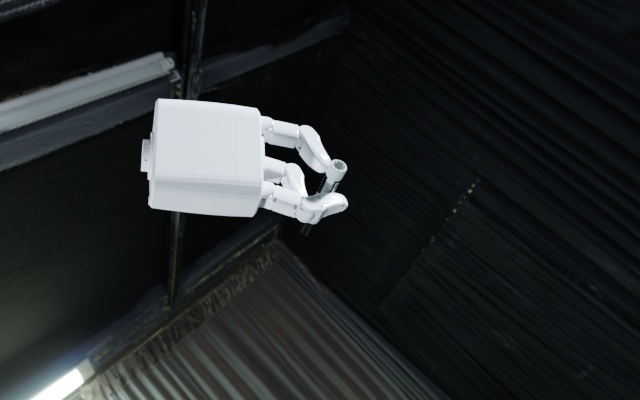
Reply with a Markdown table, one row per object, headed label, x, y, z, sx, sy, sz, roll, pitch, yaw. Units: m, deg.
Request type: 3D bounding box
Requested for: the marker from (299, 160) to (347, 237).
| label | x | y | z | sx | sy | sz | roll | pitch | yaw |
| --- | --- | --- | --- | --- | --- | --- | --- | --- | --- |
| marker | 0.000 | 0.002 | 0.548 | 0.020 | 0.020 | 0.121 | 0 | -40 | -25 |
